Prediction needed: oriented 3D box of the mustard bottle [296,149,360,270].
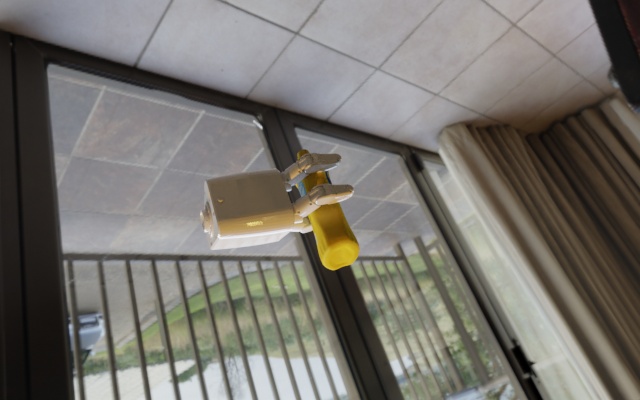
[{"bbox_3d":[0.001,0.002,0.718,0.058,0.191,0.096,-20,-28,-2],"label":"mustard bottle"}]
